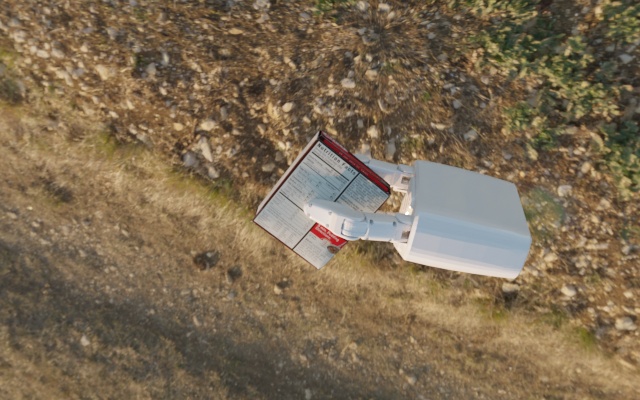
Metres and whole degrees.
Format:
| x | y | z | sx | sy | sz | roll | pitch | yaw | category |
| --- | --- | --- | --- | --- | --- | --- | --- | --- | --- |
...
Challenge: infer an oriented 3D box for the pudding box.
| x | y | z | sx | sy | sz | roll | pitch | yaw | category |
| --- | --- | --- | --- | --- | --- | --- | --- | --- | --- |
| 0.000 | 0.002 | 0.470 | 0.090 | 0.113 | 0.039 | 38 | 18 | -8 | pudding box |
